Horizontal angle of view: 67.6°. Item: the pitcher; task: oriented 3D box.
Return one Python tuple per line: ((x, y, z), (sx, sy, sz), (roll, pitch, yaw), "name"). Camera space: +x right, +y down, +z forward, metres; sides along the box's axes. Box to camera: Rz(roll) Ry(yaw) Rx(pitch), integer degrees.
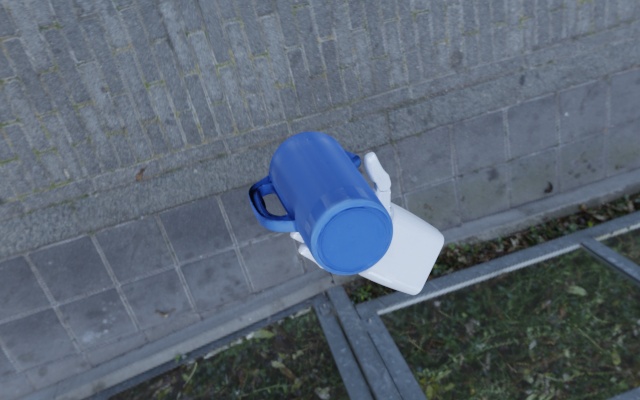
((0.000, 0.002, 0.678), (0.145, 0.149, 0.242), (29, 14, -25), "pitcher")
